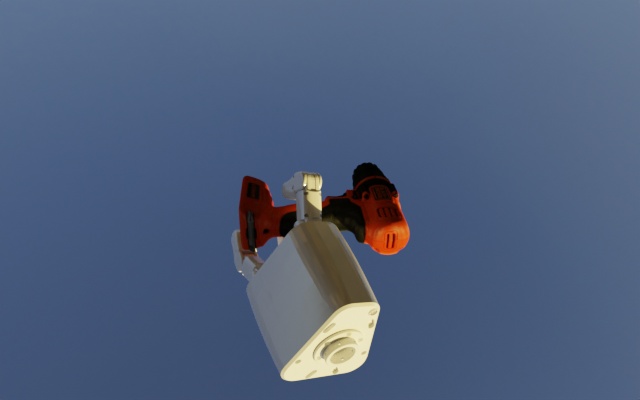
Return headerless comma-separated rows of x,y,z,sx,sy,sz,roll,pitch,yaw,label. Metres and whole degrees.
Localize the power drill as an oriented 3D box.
0.000,0.002,0.571,0.187,0.057,0.184,-3,25,-3,power drill
